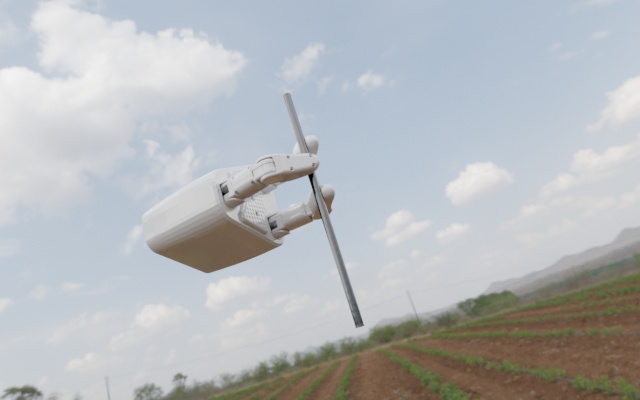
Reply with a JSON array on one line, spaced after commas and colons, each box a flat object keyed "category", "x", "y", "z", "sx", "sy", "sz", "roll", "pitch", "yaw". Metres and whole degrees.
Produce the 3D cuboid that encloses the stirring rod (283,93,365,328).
[{"category": "stirring rod", "x": 0.000, "y": 0.002, "z": 0.454, "sx": 0.011, "sy": 0.239, "sz": 0.011, "roll": -16, "pitch": -17, "yaw": -5}]
